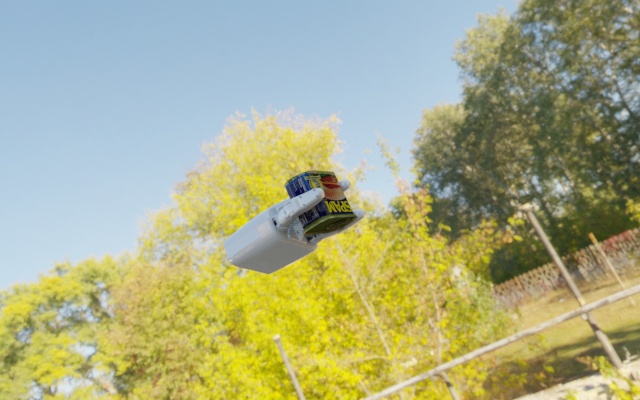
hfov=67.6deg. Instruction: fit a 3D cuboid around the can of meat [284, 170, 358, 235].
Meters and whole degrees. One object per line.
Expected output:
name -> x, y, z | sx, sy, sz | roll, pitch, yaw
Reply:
can of meat -> 0.000, 0.002, 0.736 | 0.057, 0.084, 0.102 | -34, -18, 29
